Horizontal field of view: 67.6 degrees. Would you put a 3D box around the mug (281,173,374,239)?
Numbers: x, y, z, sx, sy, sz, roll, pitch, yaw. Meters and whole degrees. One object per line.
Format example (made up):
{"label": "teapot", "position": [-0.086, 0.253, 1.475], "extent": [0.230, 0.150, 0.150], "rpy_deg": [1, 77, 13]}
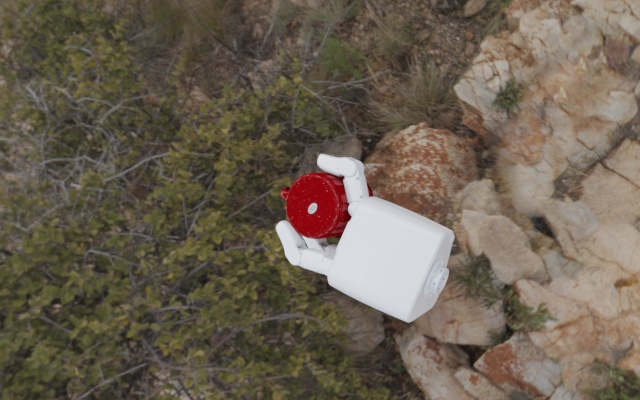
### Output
{"label": "mug", "position": [-0.001, 0.001, 0.617], "extent": [0.117, 0.093, 0.081], "rpy_deg": [21, 13, 30]}
